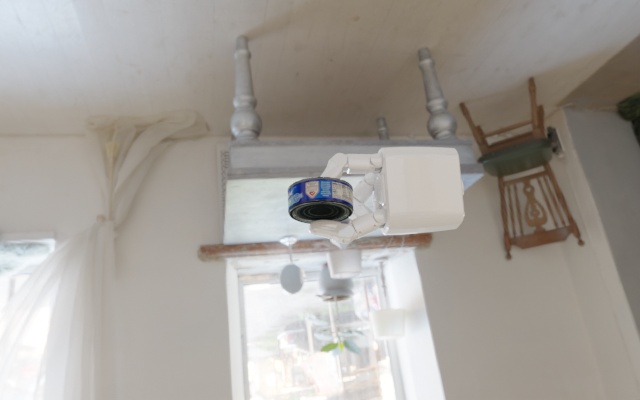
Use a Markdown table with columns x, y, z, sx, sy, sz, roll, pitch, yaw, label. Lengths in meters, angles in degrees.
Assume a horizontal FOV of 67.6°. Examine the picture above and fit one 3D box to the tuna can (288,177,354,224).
| x | y | z | sx | sy | sz | roll | pitch | yaw | label |
| --- | --- | --- | --- | --- | --- | --- | --- | --- | --- |
| 0.000 | 0.003 | 0.618 | 0.086 | 0.033 | 0.086 | -1 | -22 | 0 | tuna can |
